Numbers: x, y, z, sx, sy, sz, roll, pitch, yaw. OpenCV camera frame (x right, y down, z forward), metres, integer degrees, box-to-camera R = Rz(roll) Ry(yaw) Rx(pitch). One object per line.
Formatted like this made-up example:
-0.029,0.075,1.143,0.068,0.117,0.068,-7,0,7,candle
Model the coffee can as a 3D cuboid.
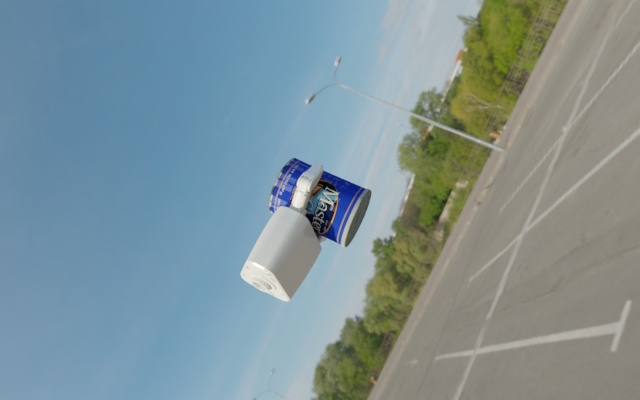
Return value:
0.000,0.002,0.793,0.140,0.103,0.103,24,6,14,coffee can
